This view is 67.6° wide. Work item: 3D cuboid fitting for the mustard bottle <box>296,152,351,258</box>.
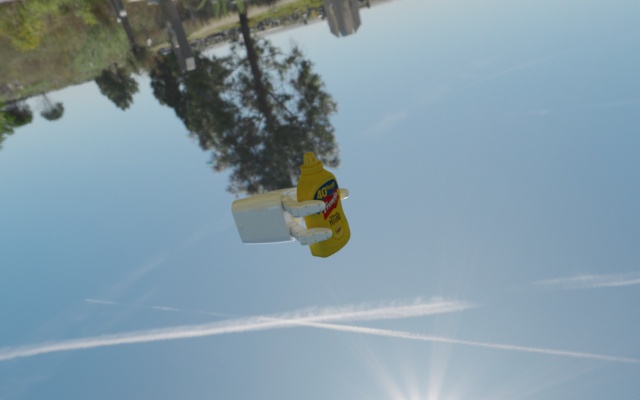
[{"bbox_3d":[0.000,0.003,0.885,0.058,0.192,0.096,4,28,40],"label":"mustard bottle"}]
